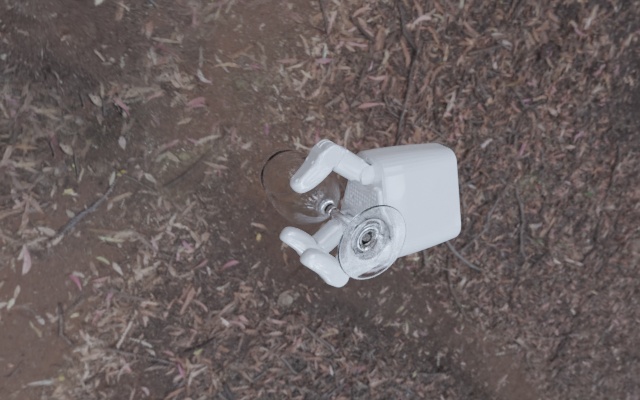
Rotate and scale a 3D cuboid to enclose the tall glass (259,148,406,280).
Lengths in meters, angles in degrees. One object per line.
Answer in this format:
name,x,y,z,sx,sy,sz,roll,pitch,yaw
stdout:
tall glass,0.000,0.002,0.507,0.079,0.079,0.201,0,22,-32
